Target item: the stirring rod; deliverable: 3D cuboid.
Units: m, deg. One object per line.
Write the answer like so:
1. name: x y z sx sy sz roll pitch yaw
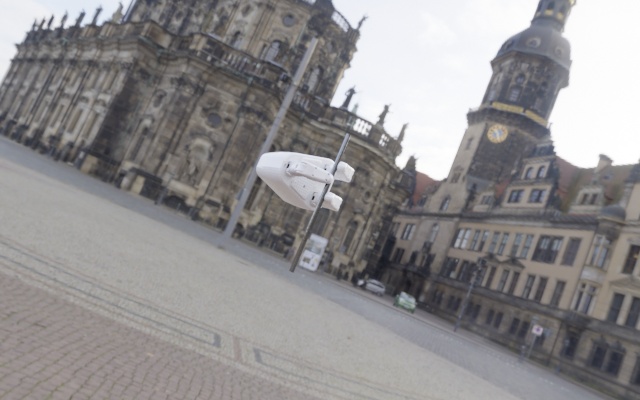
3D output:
1. stirring rod: 0.000 0.003 0.767 0.011 0.239 0.011 23 -6 3
